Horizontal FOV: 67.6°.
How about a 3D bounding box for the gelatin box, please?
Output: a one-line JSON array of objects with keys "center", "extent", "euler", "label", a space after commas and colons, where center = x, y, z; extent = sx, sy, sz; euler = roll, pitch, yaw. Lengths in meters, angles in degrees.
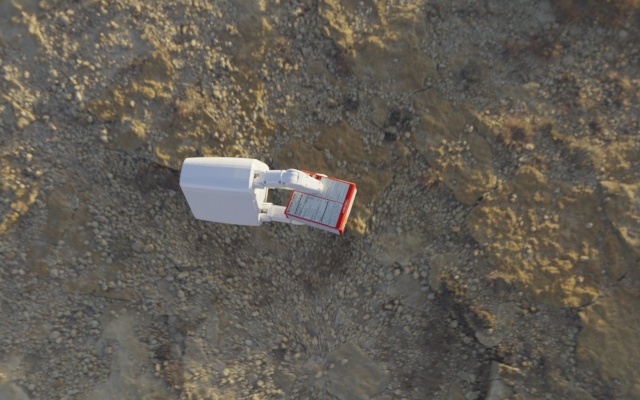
[{"center": [0.000, 0.002, 0.701], "extent": [0.089, 0.073, 0.030], "euler": [15, -18, 14], "label": "gelatin box"}]
